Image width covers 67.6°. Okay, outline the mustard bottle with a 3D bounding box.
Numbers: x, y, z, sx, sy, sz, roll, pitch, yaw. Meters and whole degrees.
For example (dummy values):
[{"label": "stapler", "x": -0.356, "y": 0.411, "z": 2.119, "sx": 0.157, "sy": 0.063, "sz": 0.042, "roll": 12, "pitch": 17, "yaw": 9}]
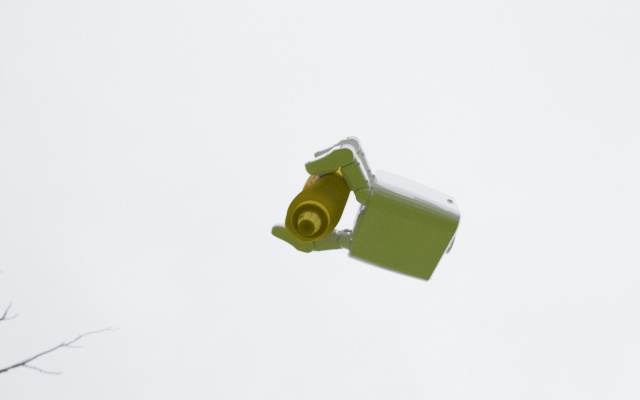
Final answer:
[{"label": "mustard bottle", "x": 0.000, "y": 0.002, "z": 0.583, "sx": 0.058, "sy": 0.096, "sz": 0.191, "roll": 42, "pitch": 18, "yaw": -5}]
